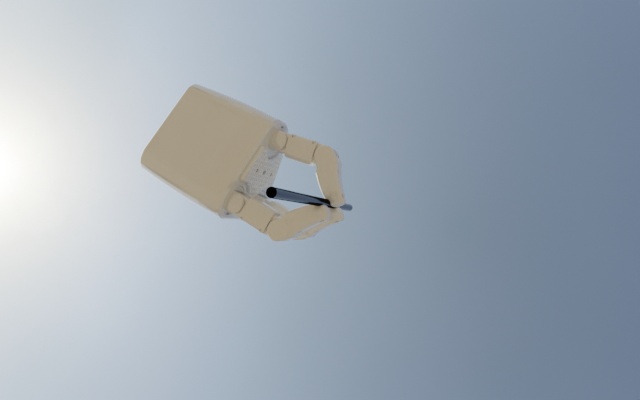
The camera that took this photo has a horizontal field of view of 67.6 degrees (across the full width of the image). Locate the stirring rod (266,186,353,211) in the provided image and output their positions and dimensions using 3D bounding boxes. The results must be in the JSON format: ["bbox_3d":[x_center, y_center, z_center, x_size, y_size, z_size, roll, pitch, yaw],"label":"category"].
[{"bbox_3d":[0.000,0.001,0.435,0.011,0.011,0.239,0,-3,16],"label":"stirring rod"}]
